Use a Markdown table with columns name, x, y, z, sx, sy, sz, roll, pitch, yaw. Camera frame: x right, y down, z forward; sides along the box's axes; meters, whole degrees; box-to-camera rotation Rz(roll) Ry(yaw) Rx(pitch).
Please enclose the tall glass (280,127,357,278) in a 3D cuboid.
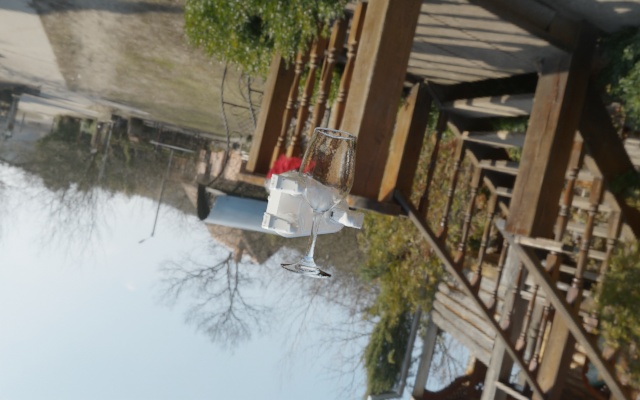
| name | x | y | z | sx | sy | sz | roll | pitch | yaw |
| --- | --- | --- | --- | --- | --- | --- | --- | --- | --- |
| tall glass | 0.000 | 0.003 | 0.674 | 0.079 | 0.201 | 0.079 | 12 | 1 | 0 |
